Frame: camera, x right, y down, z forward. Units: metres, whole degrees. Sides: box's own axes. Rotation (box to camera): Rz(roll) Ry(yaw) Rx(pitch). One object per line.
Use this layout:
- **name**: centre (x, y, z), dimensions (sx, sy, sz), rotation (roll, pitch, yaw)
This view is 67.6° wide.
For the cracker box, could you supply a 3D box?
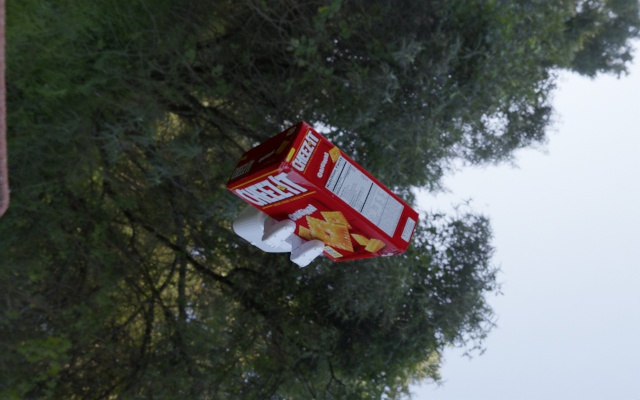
- **cracker box**: centre (0.000, 0.002, 0.655), dimensions (0.214, 0.072, 0.164), rotation (36, -28, -24)
